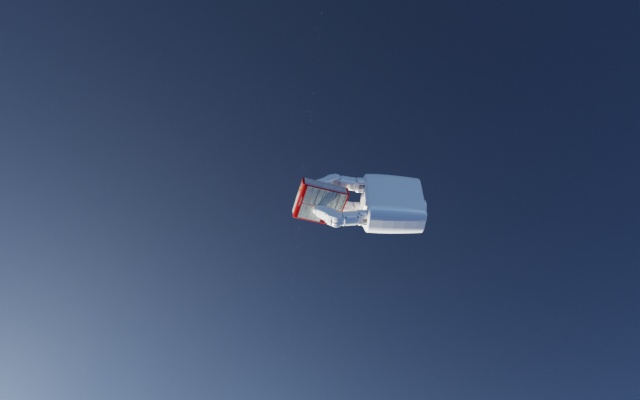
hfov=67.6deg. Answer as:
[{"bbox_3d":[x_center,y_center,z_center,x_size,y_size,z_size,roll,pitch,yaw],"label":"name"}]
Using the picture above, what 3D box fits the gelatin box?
[{"bbox_3d":[0.000,0.003,0.879,0.089,0.073,0.030,12,30,-13],"label":"gelatin box"}]
